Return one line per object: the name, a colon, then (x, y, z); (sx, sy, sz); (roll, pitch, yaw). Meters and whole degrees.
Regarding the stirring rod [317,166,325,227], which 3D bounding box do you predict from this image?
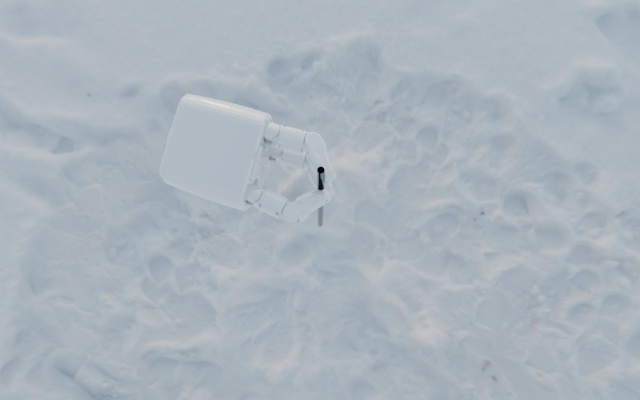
stirring rod: (0.000, 0.002, 0.616); (0.011, 0.011, 0.240); (0, -16, 0)
